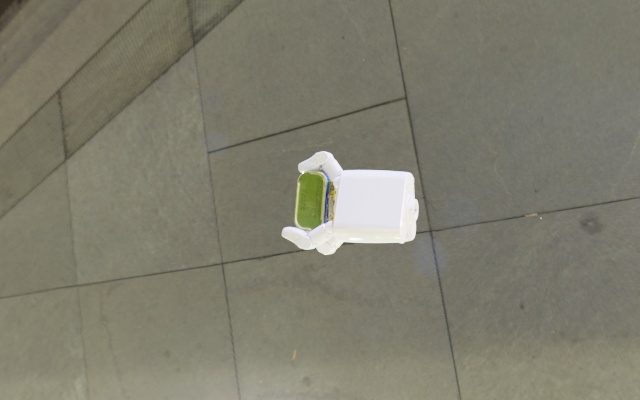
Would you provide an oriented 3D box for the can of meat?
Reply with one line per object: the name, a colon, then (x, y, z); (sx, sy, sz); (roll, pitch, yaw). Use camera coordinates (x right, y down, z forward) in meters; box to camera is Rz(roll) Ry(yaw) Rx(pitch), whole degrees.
can of meat: (0.000, 0.002, 0.795); (0.057, 0.102, 0.084); (4, 0, 24)
